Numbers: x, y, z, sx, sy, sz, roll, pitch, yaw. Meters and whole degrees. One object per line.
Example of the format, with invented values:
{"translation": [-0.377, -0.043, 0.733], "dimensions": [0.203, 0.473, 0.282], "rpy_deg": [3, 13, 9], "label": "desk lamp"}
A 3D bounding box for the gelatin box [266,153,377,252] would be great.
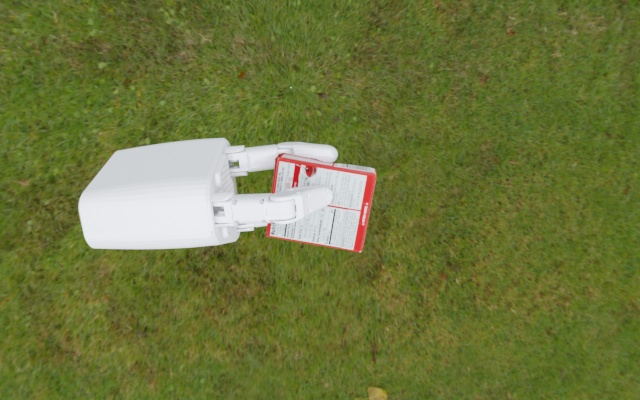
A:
{"translation": [0.000, 0.002, 0.425], "dimensions": [0.089, 0.073, 0.030], "rpy_deg": [10, 15, 2], "label": "gelatin box"}
